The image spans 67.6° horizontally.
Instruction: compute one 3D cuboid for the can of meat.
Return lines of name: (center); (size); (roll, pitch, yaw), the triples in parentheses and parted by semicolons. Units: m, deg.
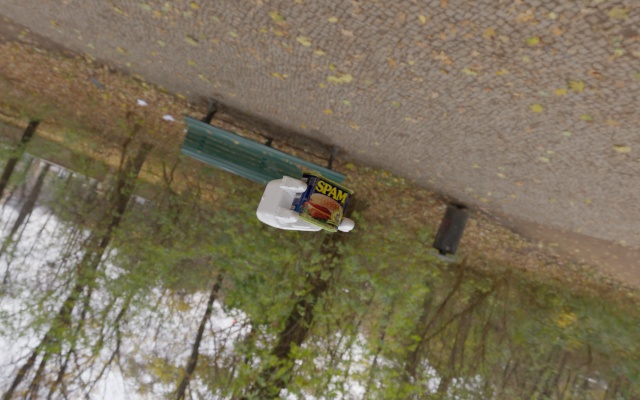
can of meat: (0.000, 0.003, 0.877); (0.102, 0.084, 0.057); (25, -8, -31)
